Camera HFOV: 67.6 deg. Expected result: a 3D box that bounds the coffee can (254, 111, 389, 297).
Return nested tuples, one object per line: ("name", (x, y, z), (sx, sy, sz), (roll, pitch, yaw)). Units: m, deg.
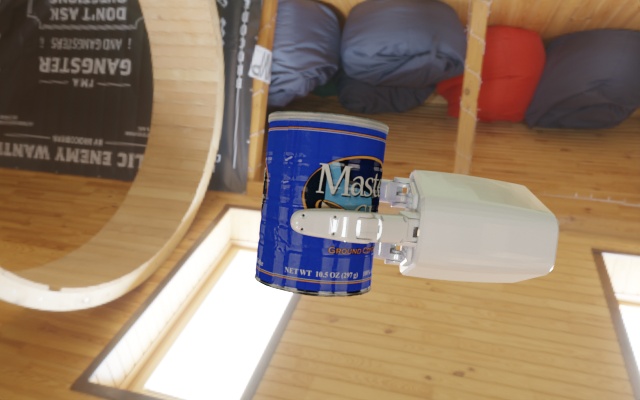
("coffee can", (0.000, 0.001, 0.412), (0.103, 0.140, 0.103), (6, 3, 0))
